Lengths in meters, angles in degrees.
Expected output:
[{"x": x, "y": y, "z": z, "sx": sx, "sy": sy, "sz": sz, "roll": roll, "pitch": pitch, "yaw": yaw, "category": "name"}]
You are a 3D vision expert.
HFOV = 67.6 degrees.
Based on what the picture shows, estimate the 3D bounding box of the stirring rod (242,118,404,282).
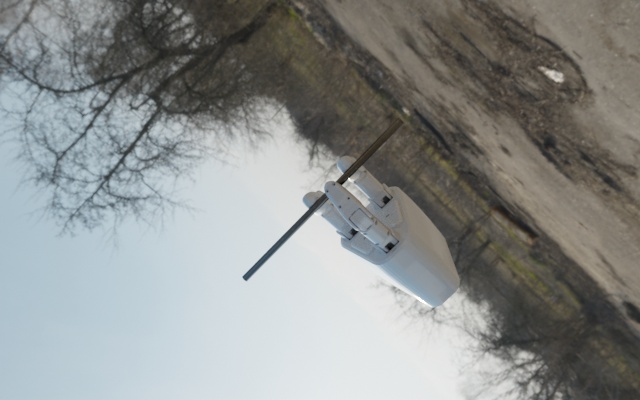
[{"x": 0.000, "y": 0.002, "z": 0.512, "sx": 0.011, "sy": 0.239, "sz": 0.011, "roll": 44, "pitch": 8, "yaw": -7, "category": "stirring rod"}]
